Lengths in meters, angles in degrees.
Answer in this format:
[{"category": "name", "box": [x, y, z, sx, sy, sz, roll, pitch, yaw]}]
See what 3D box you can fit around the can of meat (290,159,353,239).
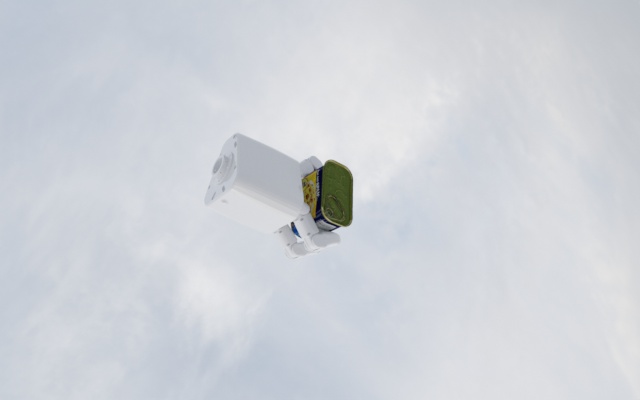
[{"category": "can of meat", "box": [0.000, 0.002, 0.715, 0.057, 0.102, 0.084, 23, -34, -33]}]
